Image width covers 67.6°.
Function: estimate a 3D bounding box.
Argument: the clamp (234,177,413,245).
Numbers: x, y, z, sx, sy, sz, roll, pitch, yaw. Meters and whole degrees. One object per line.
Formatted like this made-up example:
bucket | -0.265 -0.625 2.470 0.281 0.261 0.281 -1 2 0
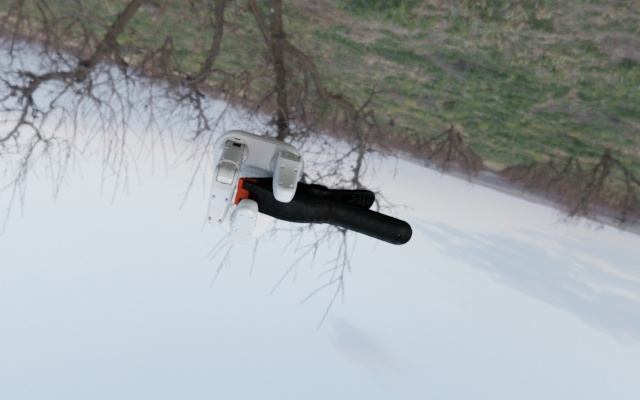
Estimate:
clamp | 0.000 0.002 0.491 0.171 0.039 0.120 15 9 -9
